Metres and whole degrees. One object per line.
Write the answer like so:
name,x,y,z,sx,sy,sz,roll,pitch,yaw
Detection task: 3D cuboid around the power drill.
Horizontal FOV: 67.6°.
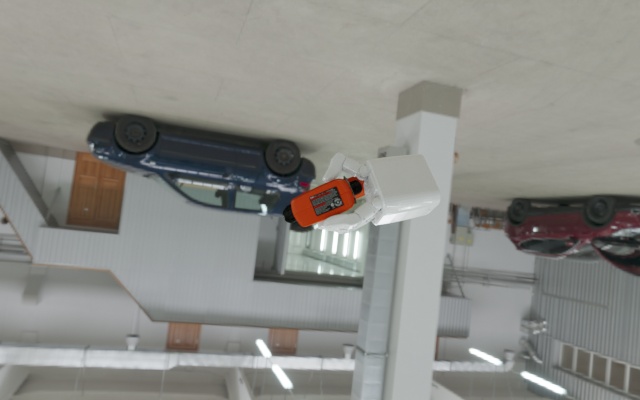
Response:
power drill,0.000,0.003,0.883,0.184,0.057,0.187,-25,2,9
